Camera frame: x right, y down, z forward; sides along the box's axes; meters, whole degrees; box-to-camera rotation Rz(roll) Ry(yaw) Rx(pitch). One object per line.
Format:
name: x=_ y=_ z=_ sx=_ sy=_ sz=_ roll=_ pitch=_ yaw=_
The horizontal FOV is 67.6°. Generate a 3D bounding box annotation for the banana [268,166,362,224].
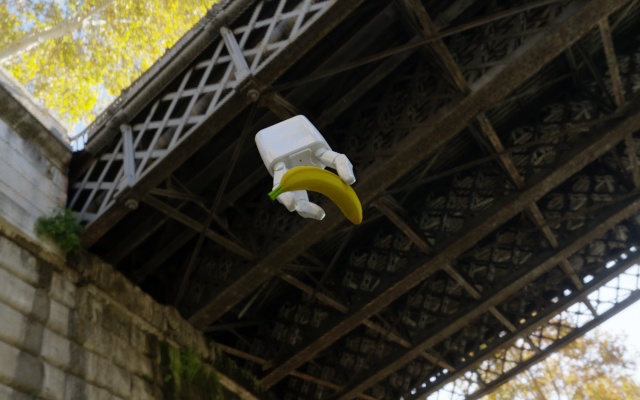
banana: x=0.007 y=-0.013 z=0.770 sx=0.198 sy=0.070 sz=0.037 roll=18 pitch=22 yaw=-38
